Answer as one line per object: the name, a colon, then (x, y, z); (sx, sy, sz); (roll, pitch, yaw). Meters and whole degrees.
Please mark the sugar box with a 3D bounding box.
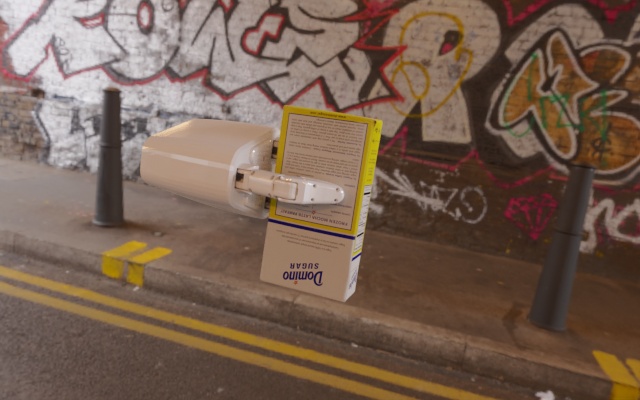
sugar box: (0.000, 0.001, 0.471); (0.093, 0.176, 0.048); (12, 10, 18)
